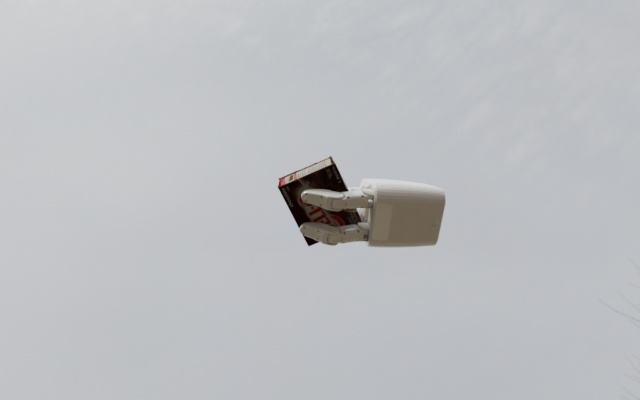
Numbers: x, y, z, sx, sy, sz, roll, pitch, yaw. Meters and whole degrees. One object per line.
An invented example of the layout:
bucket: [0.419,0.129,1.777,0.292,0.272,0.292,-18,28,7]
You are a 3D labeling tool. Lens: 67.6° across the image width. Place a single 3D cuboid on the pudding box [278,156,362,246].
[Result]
pudding box: [0.000,0.002,0.708,0.090,0.113,0.039,-23,24,6]
